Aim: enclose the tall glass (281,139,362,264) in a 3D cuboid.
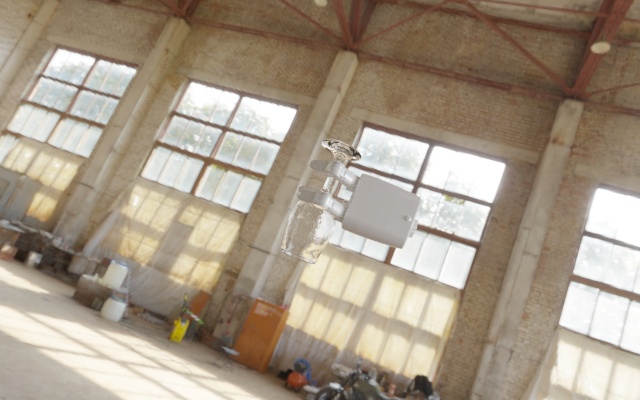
[{"bbox_3d":[0.000,0.002,0.798,0.079,0.201,0.079,22,-13,5],"label":"tall glass"}]
